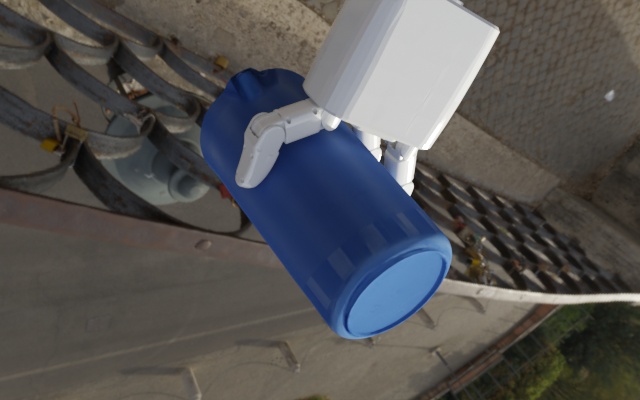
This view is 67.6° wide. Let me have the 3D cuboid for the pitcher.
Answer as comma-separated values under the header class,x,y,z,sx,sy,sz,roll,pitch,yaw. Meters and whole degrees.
class,x,y,z,sx,sy,sz,roll,pitch,yaw
pitcher,0.000,0.001,0.426,0.149,0.145,0.242,6,34,-41
